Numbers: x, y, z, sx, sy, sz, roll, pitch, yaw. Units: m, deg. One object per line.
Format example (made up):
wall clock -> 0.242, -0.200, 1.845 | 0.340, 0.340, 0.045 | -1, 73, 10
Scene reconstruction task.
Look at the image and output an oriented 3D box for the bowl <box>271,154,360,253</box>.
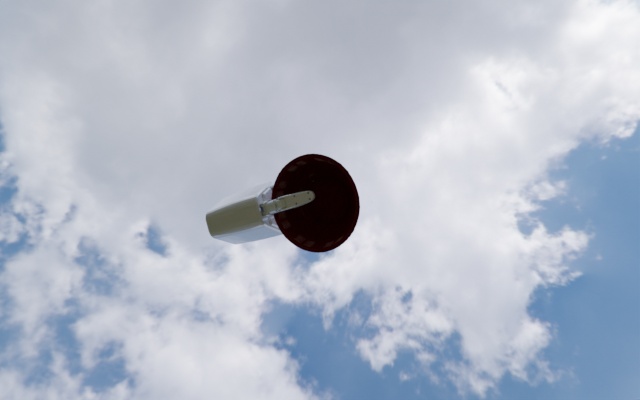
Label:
bowl -> 0.002, 0.003, 0.795 | 0.162, 0.162, 0.055 | 0, 6, 27
